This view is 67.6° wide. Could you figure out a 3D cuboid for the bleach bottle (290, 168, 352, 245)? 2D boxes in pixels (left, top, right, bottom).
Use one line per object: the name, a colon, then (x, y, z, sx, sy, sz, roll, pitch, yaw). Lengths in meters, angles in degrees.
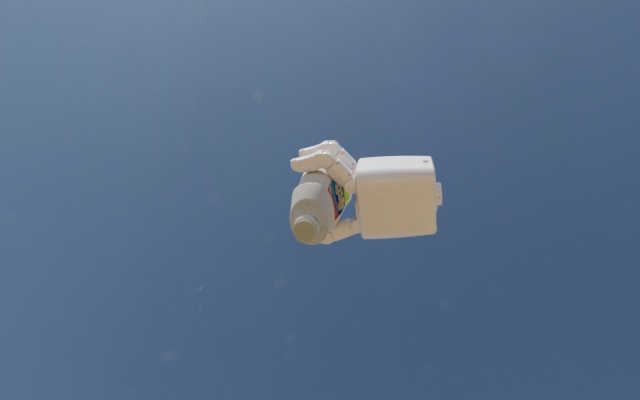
bleach bottle: (0.000, 0.002, 0.683, 0.068, 0.103, 0.250, -3, 20, 10)
